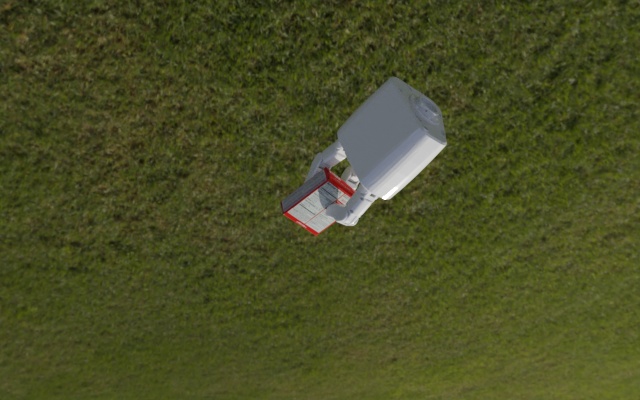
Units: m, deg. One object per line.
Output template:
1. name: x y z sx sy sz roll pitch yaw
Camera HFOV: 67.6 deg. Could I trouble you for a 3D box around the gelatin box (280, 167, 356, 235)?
1. gelatin box: 0.000 0.003 0.680 0.089 0.030 0.073 -37 -48 20
